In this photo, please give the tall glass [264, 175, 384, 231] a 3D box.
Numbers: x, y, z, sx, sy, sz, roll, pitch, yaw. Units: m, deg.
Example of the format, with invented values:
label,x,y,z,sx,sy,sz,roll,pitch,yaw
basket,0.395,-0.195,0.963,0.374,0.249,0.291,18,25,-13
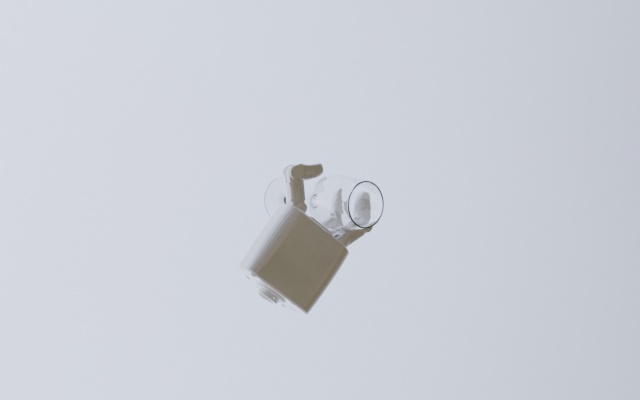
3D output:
label,x,y,z,sx,sy,sz,roll,pitch,yaw
tall glass,0.000,0.002,0.690,0.079,0.079,0.201,0,2,-37
